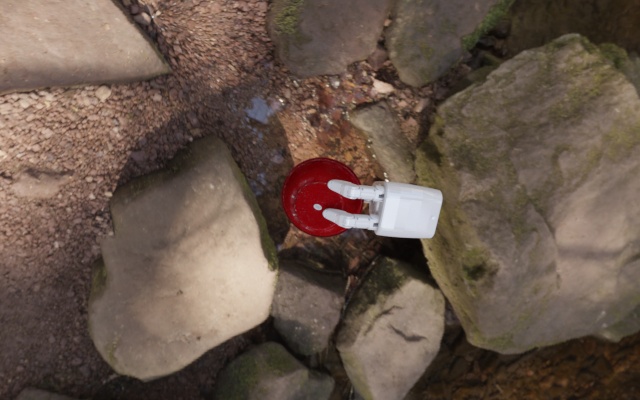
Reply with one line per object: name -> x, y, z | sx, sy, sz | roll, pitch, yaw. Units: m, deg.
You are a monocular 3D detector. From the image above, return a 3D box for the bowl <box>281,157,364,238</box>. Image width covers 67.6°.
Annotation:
bowl -> -0.001, 0.003, 0.896 | 0.162, 0.162, 0.055 | 0, 17, 8
